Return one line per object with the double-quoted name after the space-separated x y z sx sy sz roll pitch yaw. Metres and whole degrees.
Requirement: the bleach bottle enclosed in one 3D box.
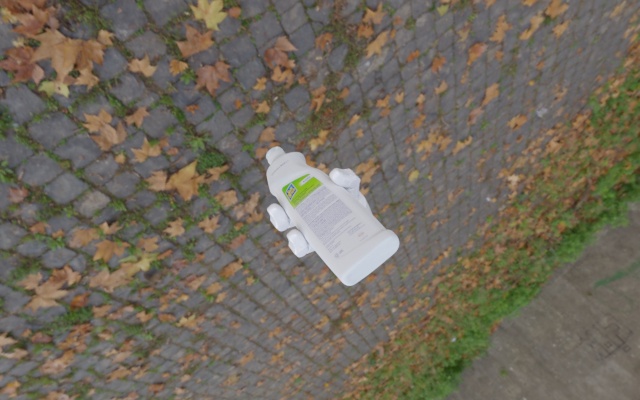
0.000 0.002 0.716 0.102 0.250 0.068 -38 -29 -2 "bleach bottle"
